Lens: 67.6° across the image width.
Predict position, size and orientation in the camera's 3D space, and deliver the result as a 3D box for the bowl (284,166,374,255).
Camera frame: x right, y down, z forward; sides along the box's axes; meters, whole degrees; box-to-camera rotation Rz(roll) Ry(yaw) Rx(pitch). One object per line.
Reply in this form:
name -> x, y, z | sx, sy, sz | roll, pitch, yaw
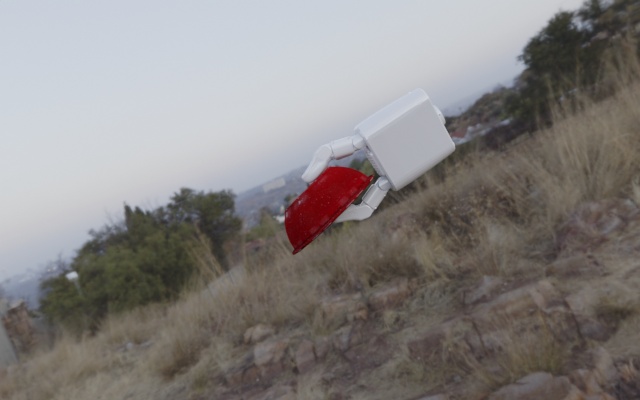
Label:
bowl -> -0.001, 0.003, 0.681 | 0.162, 0.055, 0.162 | -45, 2, 2
